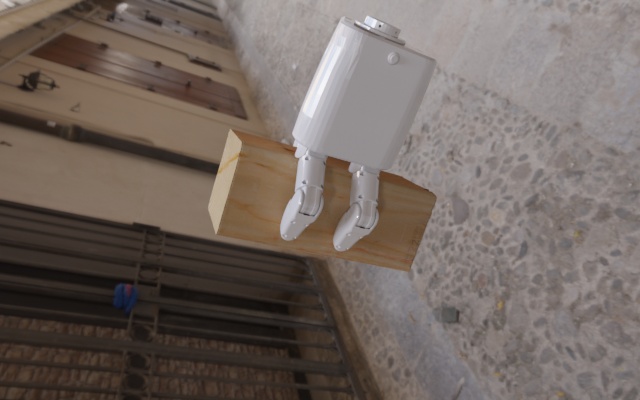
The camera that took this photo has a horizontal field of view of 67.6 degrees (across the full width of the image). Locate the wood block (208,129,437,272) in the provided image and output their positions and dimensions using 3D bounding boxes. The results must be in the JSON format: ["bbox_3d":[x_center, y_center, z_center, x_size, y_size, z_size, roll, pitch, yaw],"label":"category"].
[{"bbox_3d":[0.000,0.001,0.495,0.206,0.090,0.090,14,12,-21],"label":"wood block"}]
